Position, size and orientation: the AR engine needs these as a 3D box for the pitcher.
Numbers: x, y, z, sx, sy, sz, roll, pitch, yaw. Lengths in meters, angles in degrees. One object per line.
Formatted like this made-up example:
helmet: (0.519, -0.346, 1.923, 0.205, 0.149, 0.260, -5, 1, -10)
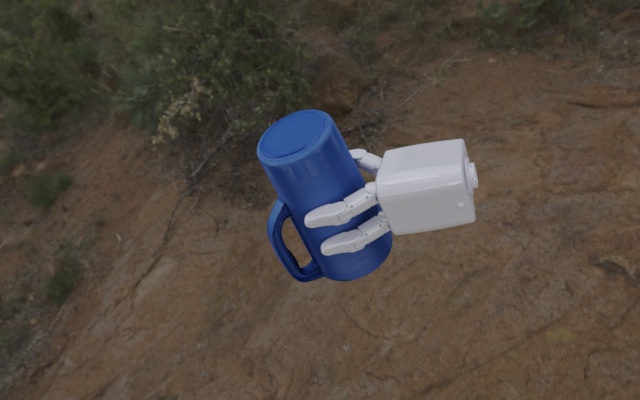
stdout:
pitcher: (0.000, 0.002, 0.679, 0.145, 0.149, 0.243, -8, -46, 24)
